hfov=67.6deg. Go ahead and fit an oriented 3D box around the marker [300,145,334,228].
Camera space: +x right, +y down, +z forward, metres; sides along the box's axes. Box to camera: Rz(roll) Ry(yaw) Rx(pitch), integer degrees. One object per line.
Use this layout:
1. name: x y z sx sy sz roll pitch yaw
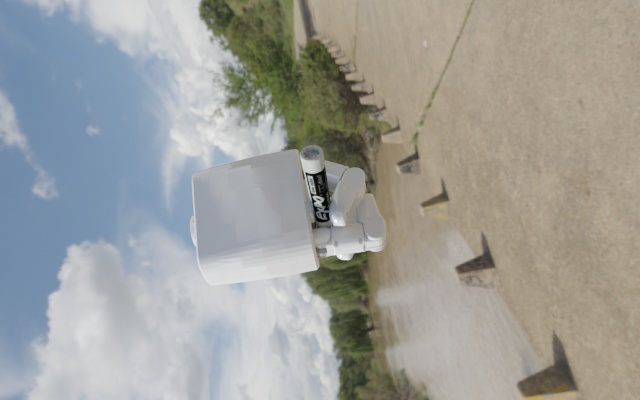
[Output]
1. marker: 0.000 0.001 0.426 0.020 0.020 0.121 0 -41 9
